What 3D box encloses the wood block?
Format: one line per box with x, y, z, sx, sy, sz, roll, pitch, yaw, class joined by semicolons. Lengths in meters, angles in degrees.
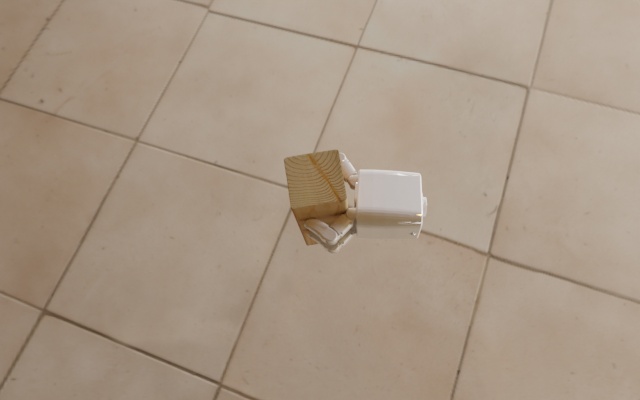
0.000;0.002;0.833;0.090;0.090;0.206;-9;-22;1;wood block
